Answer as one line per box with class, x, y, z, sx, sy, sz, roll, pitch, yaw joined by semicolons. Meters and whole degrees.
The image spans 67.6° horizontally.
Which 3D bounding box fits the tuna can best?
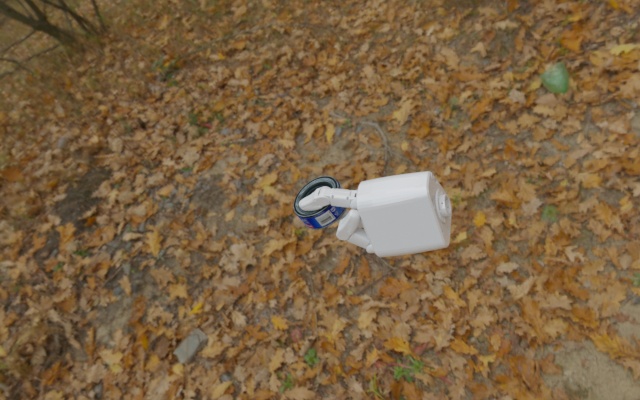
tuna can;0.000;0.002;0.758;0.086;0.086;0.034;0;-38;40
